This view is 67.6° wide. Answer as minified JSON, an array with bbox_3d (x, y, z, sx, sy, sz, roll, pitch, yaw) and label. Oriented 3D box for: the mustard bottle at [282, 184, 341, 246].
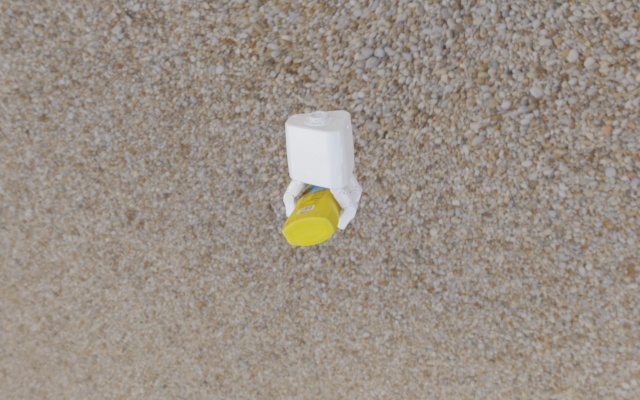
[{"bbox_3d":[0.000,0.003,0.884,0.096,0.058,0.191,-19,26,26],"label":"mustard bottle"}]
